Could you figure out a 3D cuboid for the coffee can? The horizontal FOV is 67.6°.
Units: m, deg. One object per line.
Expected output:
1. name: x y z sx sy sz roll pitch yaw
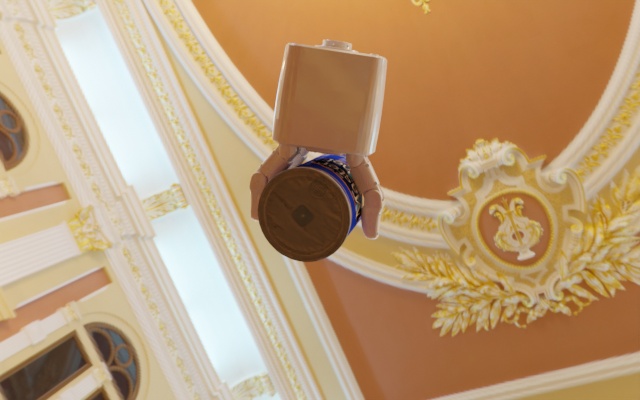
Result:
1. coffee can: 0.000 0.002 0.566 0.103 0.103 0.140 0 12 16
